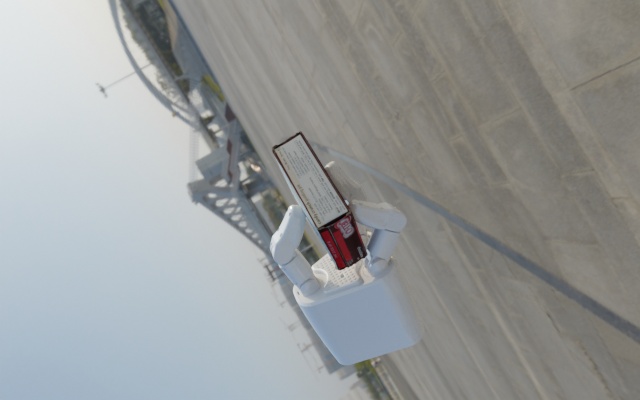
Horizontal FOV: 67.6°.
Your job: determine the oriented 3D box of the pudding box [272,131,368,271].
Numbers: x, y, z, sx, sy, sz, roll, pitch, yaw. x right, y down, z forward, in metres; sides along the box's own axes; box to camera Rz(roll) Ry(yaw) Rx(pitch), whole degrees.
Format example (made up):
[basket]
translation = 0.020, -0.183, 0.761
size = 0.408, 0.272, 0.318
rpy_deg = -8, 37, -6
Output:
[pudding box]
translation = 0.000, 0.002, 0.468
size = 0.039, 0.113, 0.090
rpy_deg = -30, -34, -5
